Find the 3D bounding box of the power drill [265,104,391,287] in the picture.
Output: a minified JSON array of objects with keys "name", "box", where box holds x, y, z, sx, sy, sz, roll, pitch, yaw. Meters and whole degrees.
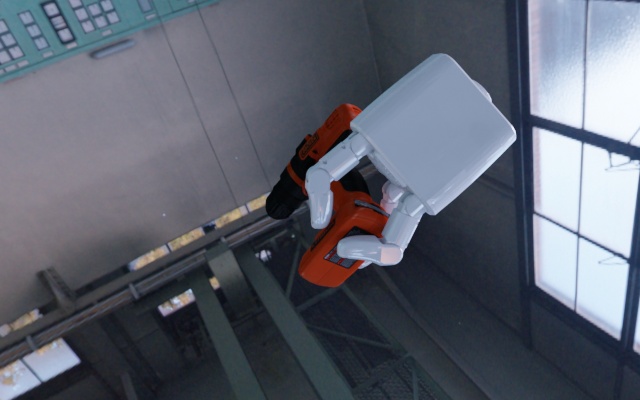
[{"name":"power drill","box":[0.000,0.002,0.541,0.057,0.184,0.187,22,33,-30]}]
